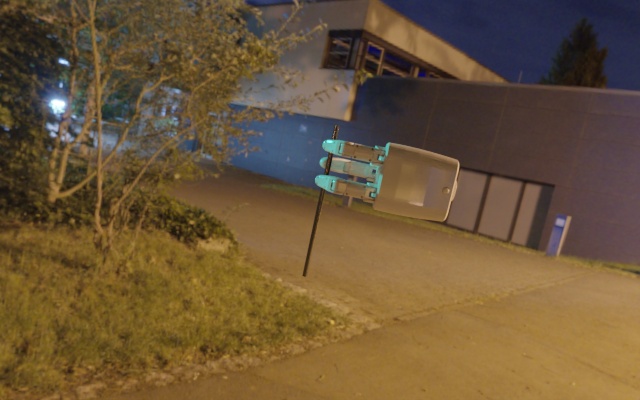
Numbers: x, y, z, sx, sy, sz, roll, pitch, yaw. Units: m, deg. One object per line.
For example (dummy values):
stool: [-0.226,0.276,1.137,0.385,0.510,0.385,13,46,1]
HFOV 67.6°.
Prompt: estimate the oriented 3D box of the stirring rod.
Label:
stirring rod: [0.000,0.003,0.739,0.011,0.239,0.011,12,7,-1]
